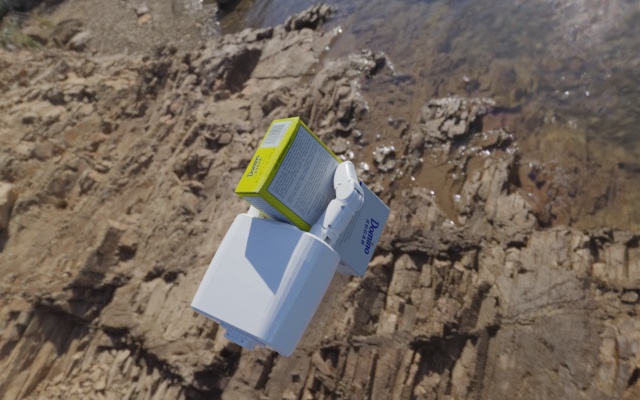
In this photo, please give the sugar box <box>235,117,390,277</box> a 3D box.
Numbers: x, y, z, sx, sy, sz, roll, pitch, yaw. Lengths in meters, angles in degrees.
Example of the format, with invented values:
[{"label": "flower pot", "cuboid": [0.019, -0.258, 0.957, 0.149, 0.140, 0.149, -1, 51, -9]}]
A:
[{"label": "sugar box", "cuboid": [0.000, 0.002, 0.514, 0.048, 0.093, 0.176, 3, -31, 44]}]
